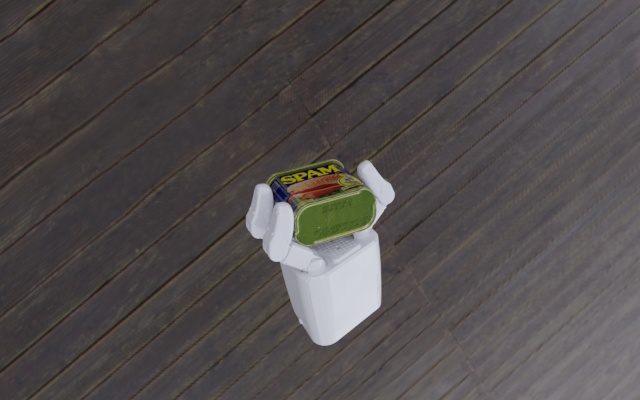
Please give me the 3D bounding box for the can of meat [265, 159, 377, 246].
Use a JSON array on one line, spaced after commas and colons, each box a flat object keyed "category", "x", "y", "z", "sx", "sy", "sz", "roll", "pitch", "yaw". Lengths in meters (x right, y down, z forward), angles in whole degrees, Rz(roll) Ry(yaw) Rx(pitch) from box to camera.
[{"category": "can of meat", "x": 0.000, "y": 0.002, "z": 0.529, "sx": 0.102, "sy": 0.057, "sz": 0.084, "roll": -15, "pitch": 30, "yaw": -20}]
